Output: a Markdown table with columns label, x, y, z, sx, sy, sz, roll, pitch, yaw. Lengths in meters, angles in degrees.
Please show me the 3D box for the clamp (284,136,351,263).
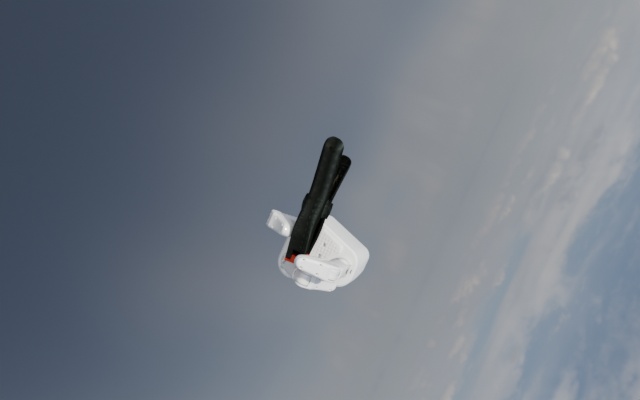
| label | x | y | z | sx | sy | sz | roll | pitch | yaw |
| --- | --- | --- | --- | --- | --- | --- | --- | --- | --- |
| clamp | 0.001 | 0.002 | 0.634 | 0.039 | 0.171 | 0.120 | 25 | 7 | 16 |
